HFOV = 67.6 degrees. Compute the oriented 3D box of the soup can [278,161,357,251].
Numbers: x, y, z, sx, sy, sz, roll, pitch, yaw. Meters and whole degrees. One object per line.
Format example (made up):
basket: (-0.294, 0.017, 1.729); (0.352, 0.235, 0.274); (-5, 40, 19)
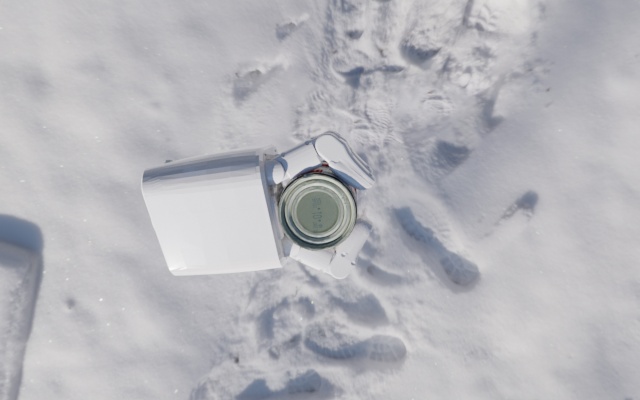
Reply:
soup can: (0.001, 0.002, 0.441); (0.068, 0.068, 0.102); (0, 10, 4)
